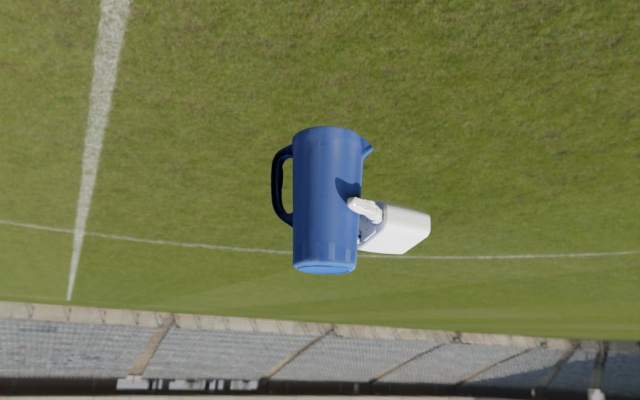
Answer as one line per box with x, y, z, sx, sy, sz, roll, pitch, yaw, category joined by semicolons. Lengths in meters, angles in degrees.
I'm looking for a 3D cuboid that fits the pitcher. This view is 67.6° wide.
0.000;0.003;0.843;0.145;0.242;0.149;11;-19;-28;pitcher
